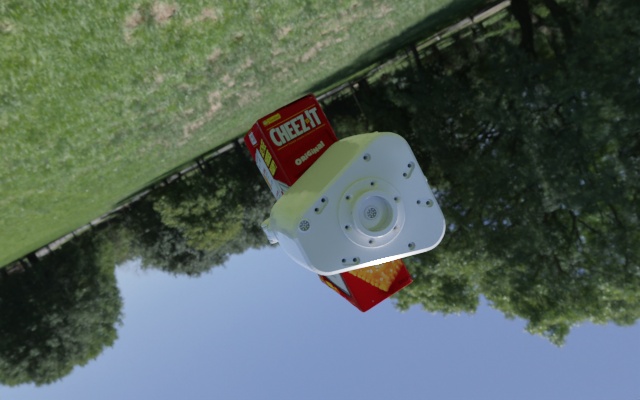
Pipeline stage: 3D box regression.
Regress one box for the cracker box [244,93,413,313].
[{"bbox_3d":[0.000,0.002,0.535,0.072,0.214,0.164,-30,8,-11],"label":"cracker box"}]
